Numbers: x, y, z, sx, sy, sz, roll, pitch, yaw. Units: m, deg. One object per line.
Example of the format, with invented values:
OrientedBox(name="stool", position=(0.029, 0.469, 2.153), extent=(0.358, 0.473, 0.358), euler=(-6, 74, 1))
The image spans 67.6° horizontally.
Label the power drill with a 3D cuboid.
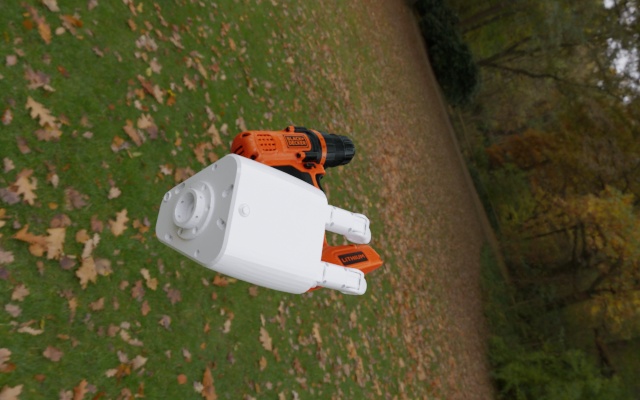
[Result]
OrientedBox(name="power drill", position=(0.000, 0.002, 0.552), extent=(0.184, 0.187, 0.057), euler=(-8, -22, -44))
